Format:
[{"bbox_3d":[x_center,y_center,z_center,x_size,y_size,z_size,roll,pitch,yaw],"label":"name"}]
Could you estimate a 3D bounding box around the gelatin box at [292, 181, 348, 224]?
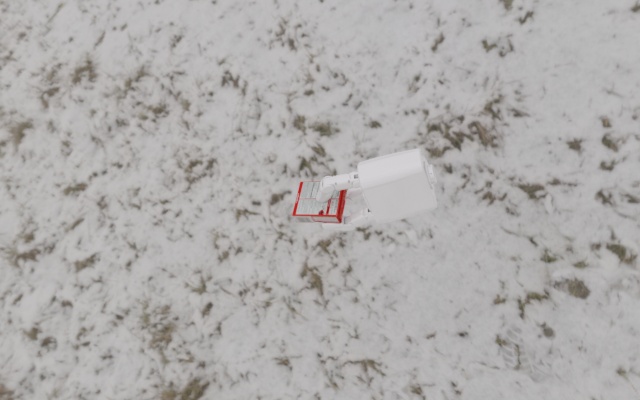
[{"bbox_3d":[0.000,0.003,0.858,0.089,0.073,0.030,0,-30,21],"label":"gelatin box"}]
